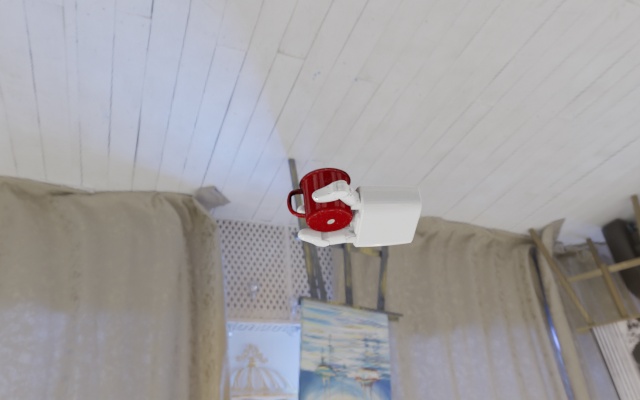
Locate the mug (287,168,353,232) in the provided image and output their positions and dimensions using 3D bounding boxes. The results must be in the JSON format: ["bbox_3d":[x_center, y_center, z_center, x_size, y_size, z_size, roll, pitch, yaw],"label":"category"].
[{"bbox_3d":[-0.001,0.003,0.830,0.117,0.081,0.093,-2,-32,-7],"label":"mug"}]
